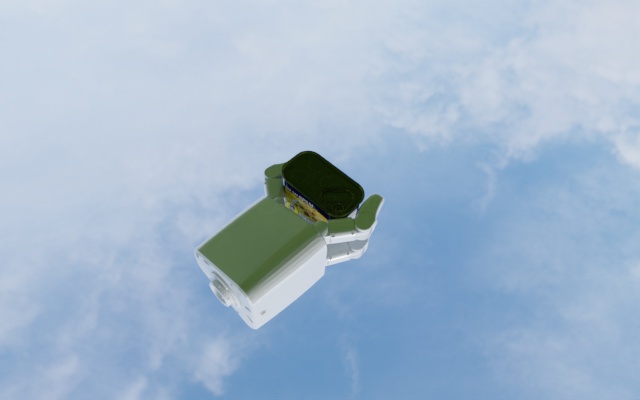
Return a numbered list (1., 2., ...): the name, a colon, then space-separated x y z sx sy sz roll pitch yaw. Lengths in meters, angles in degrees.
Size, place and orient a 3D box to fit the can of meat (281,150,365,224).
1. can of meat: 0.000 0.002 0.591 0.102 0.057 0.084 38 -29 21
